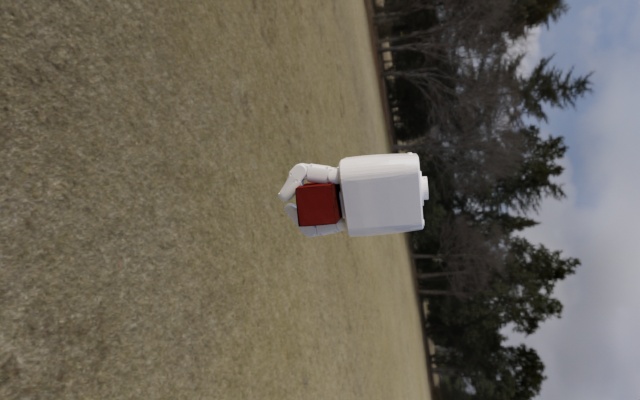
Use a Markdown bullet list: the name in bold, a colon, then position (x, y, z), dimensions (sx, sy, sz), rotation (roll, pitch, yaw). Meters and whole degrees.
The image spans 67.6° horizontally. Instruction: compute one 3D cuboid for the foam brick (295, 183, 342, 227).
- **foam brick**: position (0.000, 0.002, 0.657), dimensions (0.051, 0.053, 0.078), rotation (-4, 8, 11)
